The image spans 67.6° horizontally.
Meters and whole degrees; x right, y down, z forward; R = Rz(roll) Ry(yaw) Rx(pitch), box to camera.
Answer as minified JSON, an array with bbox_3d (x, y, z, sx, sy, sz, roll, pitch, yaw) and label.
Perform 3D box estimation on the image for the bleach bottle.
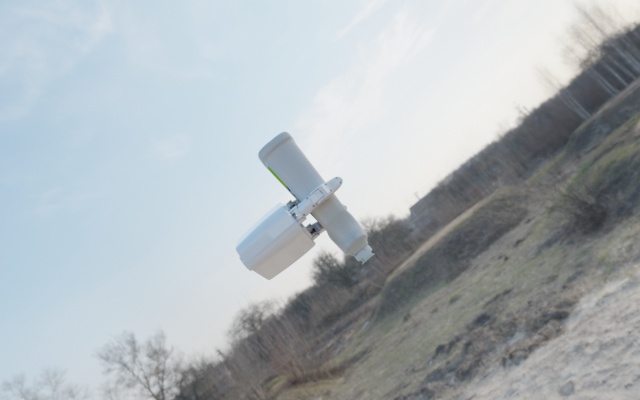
[{"bbox_3d":[0.000,0.003,0.811,0.068,0.251,0.102,-40,-9,-3],"label":"bleach bottle"}]
